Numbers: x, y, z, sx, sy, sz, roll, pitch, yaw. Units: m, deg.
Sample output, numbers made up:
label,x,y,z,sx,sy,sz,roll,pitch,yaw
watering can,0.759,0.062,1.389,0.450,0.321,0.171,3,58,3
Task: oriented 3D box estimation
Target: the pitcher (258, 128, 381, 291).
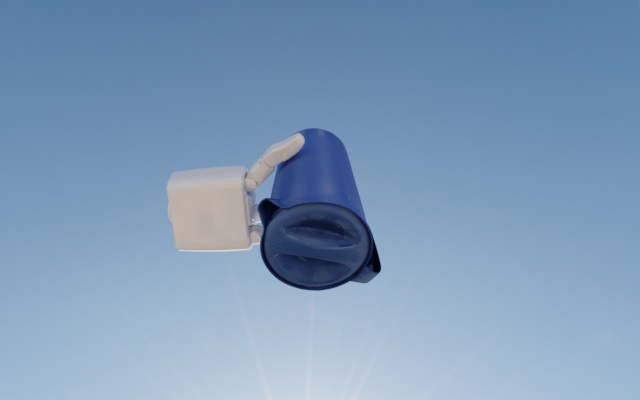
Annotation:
label,x,y,z,sx,sy,sz,roll,pitch,yaw
pitcher,0.000,0.002,0.659,0.145,0.149,0.242,-5,32,2
